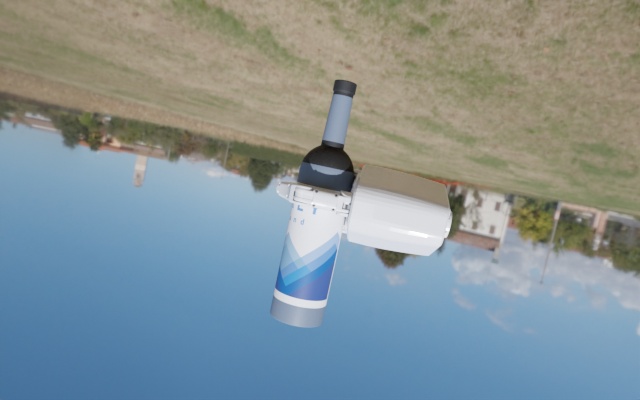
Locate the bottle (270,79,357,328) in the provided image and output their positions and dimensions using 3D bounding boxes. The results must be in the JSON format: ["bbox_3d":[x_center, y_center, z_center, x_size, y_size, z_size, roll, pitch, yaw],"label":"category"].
[{"bbox_3d":[0.000,0.002,0.583,0.069,0.296,0.069,12,4,-1],"label":"bottle"}]
